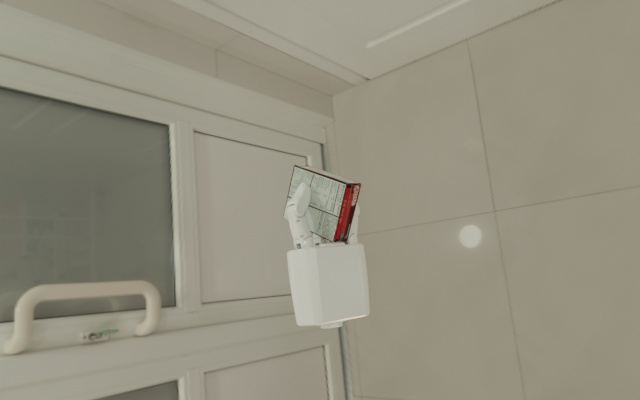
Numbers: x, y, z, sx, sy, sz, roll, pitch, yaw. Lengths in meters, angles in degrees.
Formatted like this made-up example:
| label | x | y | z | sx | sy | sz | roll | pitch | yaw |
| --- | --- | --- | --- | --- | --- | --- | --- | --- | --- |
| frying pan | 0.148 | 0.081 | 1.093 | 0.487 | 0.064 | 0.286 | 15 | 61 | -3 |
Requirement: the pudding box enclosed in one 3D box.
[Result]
| label | x | y | z | sx | sy | sz | roll | pitch | yaw |
| --- | --- | --- | --- | --- | --- | --- | --- | --- | --- |
| pudding box | 0.000 | 0.002 | 0.714 | 0.113 | 0.090 | 0.039 | 22 | 13 | 37 |
